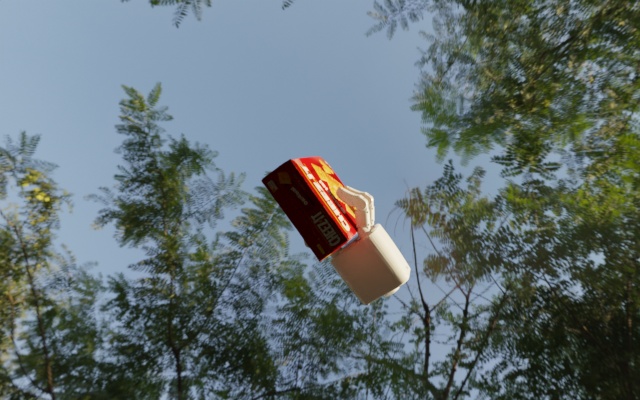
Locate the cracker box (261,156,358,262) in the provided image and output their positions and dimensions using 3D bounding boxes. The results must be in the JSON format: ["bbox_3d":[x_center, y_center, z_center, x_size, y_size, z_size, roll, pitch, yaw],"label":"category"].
[{"bbox_3d":[0.000,0.003,0.858,0.072,0.164,0.213,-37,-3,14],"label":"cracker box"}]
